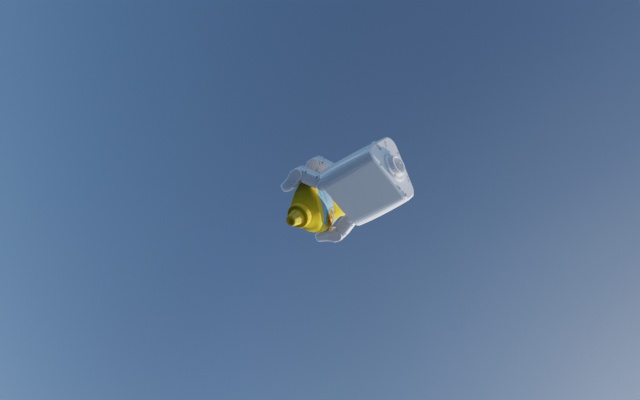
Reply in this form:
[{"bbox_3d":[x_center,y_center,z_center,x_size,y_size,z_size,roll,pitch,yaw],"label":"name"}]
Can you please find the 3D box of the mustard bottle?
[{"bbox_3d":[0.000,0.003,0.845,0.058,0.096,0.191,0,19,32],"label":"mustard bottle"}]
